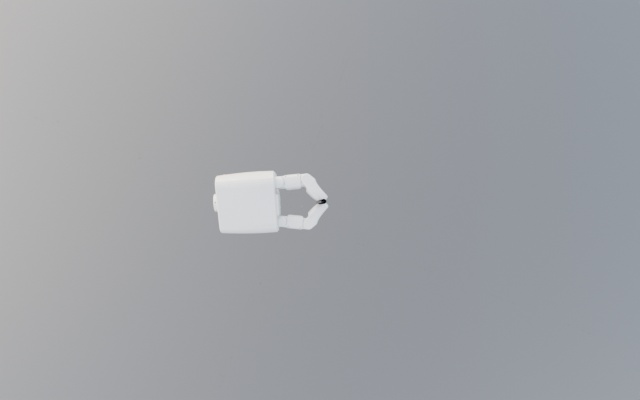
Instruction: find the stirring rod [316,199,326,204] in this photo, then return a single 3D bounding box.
[{"bbox_3d":[0.000,0.003,0.839,0.011,0.011,0.239,0,-1,-2],"label":"stirring rod"}]
